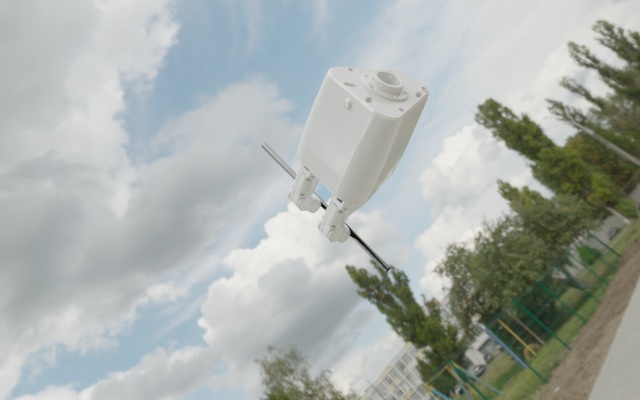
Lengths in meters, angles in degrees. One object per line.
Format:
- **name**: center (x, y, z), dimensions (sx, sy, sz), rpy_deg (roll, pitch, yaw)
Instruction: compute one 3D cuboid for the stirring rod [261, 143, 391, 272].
- **stirring rod**: center (0.000, 0.002, 0.594), dimensions (0.239, 0.011, 0.011), rpy_deg (45, 23, 25)
